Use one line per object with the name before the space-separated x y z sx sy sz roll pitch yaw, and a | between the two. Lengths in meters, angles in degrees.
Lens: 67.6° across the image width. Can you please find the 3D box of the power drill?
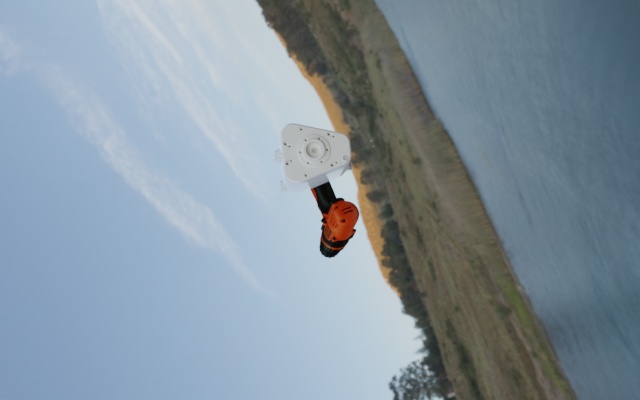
power drill | 0.000 0.002 0.887 0.057 0.187 0.184 -22 -21 -22
